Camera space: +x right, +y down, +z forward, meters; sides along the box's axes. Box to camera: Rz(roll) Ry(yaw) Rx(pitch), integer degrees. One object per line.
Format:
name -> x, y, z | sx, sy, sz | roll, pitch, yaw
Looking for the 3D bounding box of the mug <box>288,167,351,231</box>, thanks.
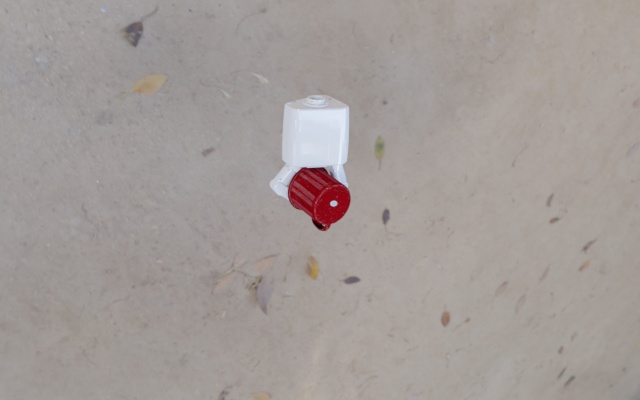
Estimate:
mug -> 0.000, 0.004, 0.866 | 0.093, 0.117, 0.081 | -15, 32, -29
